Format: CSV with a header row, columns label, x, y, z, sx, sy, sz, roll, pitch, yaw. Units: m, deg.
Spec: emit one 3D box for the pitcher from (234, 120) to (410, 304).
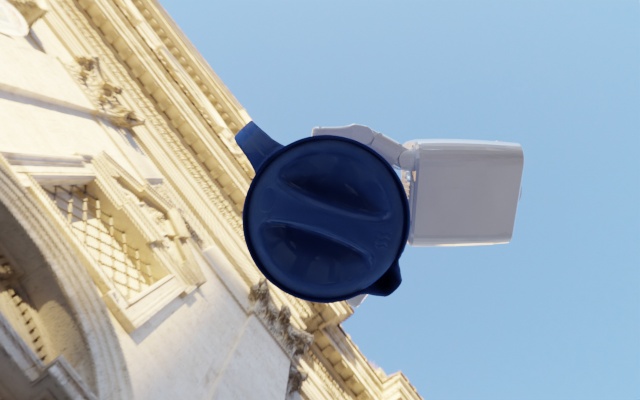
label,x,y,z,sx,sy,sz,roll,pitch,yaw
pitcher,0.000,0.002,0.488,0.145,0.149,0.243,0,3,1
